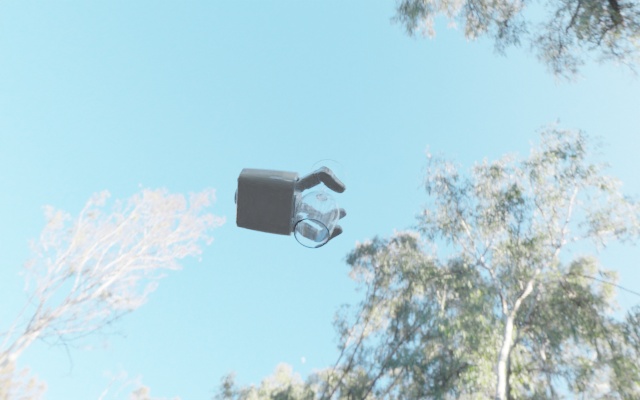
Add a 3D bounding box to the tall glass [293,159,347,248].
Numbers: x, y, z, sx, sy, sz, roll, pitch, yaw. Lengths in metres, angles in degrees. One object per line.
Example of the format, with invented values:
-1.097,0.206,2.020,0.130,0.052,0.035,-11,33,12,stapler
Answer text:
0.000,0.002,0.875,0.079,0.079,0.201,0,32,10,tall glass
